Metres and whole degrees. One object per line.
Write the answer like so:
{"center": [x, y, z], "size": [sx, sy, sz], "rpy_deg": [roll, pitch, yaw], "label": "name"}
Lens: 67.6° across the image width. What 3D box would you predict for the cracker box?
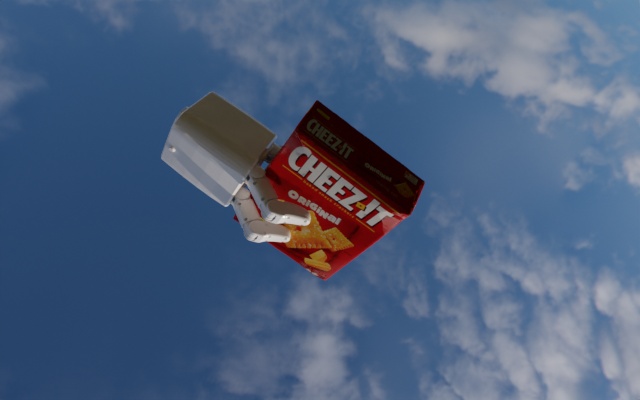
{"center": [0.000, 0.002, 0.619], "size": [0.164, 0.072, 0.214], "rpy_deg": [36, -40, -7], "label": "cracker box"}
